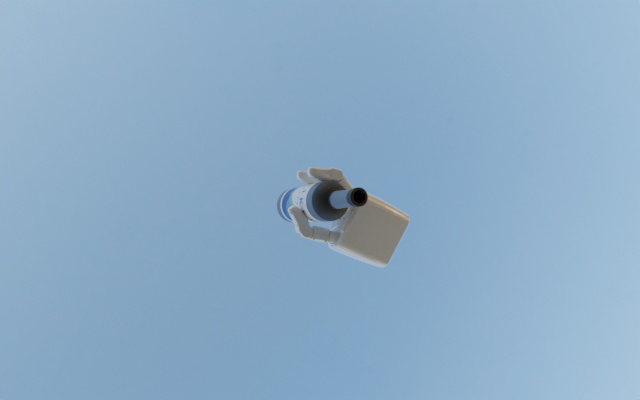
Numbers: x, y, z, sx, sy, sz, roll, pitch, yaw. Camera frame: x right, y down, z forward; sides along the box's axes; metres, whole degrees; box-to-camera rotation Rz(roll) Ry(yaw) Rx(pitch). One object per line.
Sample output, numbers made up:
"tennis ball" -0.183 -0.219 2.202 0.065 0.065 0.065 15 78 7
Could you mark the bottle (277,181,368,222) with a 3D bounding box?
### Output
"bottle" 0.000 0.003 0.807 0.069 0.069 0.296 0 -3 -22
